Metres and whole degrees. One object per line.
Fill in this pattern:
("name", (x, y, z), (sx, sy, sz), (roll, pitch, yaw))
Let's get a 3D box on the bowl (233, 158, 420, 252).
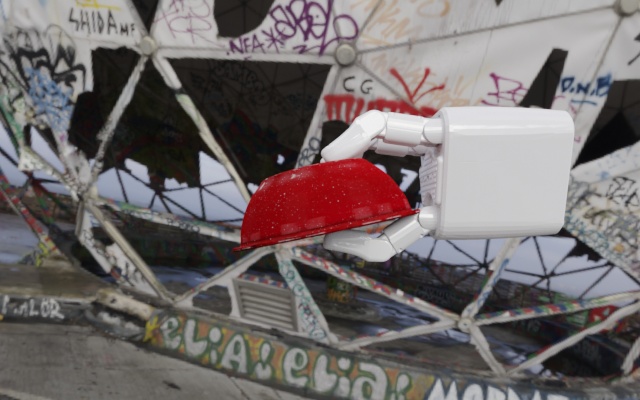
("bowl", (-0.001, 0.001, 0.409), (0.162, 0.055, 0.162), (-12, -3, -1))
